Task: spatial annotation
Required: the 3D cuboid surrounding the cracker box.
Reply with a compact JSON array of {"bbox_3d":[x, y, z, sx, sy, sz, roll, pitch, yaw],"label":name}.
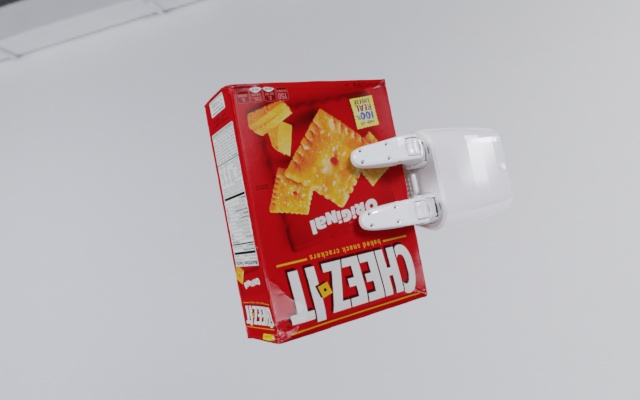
[{"bbox_3d":[0.000,0.001,0.436,0.164,0.213,0.072,-9,-3,-31],"label":"cracker box"}]
